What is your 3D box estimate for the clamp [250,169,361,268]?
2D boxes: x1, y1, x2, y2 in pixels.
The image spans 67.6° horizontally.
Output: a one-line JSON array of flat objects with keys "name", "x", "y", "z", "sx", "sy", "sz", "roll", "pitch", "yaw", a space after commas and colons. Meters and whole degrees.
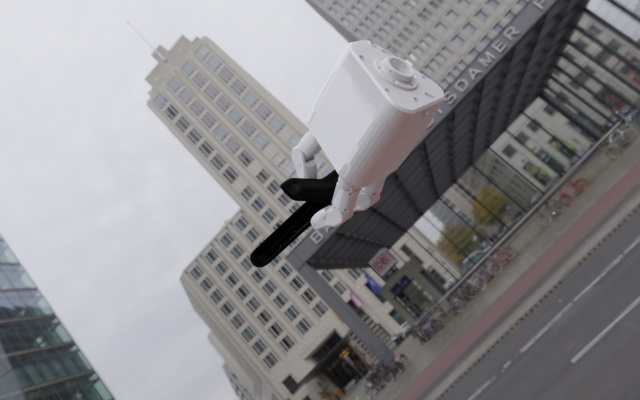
[{"name": "clamp", "x": 0.000, "y": 0.001, "z": 0.609, "sx": 0.210, "sy": 0.036, "sz": 0.165, "roll": -29, "pitch": -20, "yaw": -44}]
